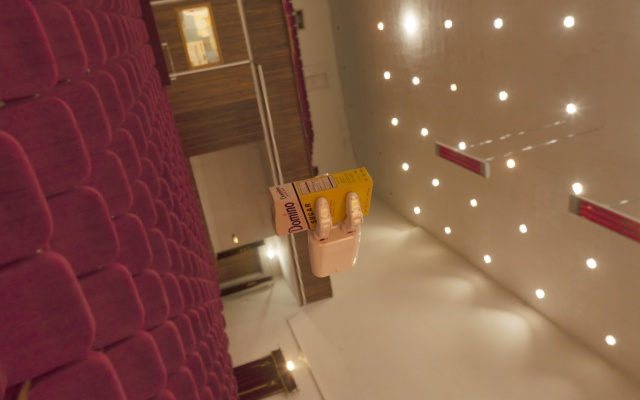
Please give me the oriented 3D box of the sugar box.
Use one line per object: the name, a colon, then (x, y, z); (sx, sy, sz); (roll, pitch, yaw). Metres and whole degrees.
sugar box: (0.000, 0.003, 0.838); (0.176, 0.048, 0.093); (-15, -41, -14)
